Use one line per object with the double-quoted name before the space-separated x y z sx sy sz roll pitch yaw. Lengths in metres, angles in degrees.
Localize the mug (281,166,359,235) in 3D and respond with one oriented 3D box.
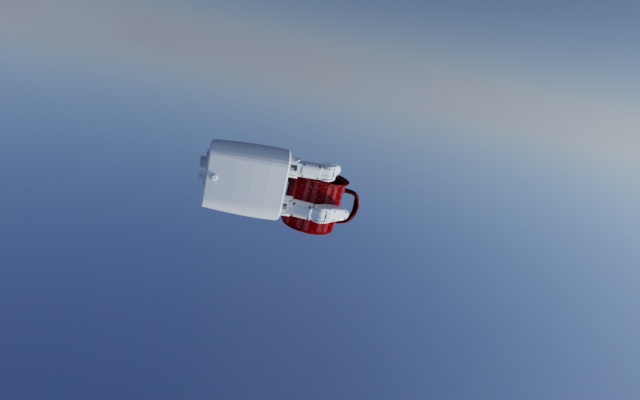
"mug" 0.001 0.003 0.715 0.117 0.081 0.093 11 15 -13
